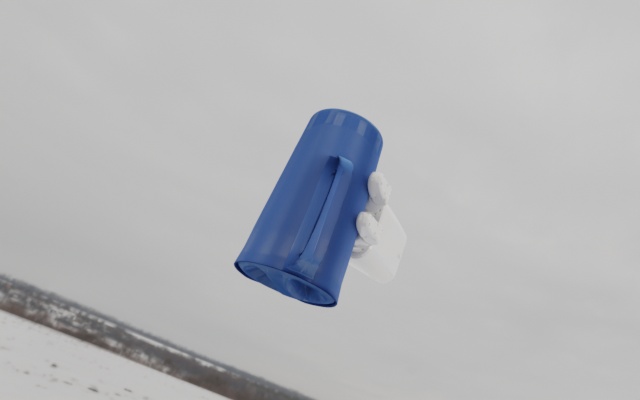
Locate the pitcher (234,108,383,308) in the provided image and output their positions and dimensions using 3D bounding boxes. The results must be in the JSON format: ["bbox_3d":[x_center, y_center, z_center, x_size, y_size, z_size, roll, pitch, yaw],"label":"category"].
[{"bbox_3d":[0.000,0.002,0.609,0.149,0.242,0.145,6,-27,34],"label":"pitcher"}]
